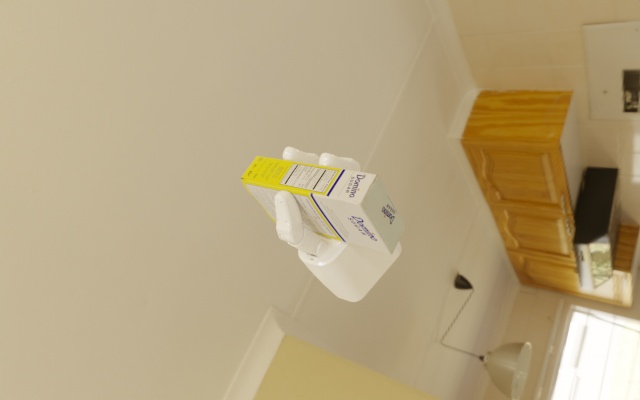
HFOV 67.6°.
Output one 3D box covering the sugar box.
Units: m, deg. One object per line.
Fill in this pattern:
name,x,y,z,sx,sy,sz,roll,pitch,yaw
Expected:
sugar box,0.000,0.001,0.538,0.176,0.048,0.093,10,-31,37
